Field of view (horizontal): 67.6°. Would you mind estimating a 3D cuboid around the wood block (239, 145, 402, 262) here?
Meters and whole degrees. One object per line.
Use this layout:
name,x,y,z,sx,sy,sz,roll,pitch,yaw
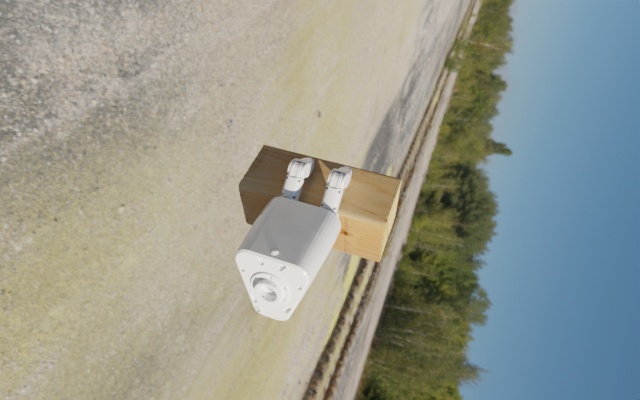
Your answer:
wood block,0.000,0.003,0.682,0.206,0.090,0.091,16,-37,13
